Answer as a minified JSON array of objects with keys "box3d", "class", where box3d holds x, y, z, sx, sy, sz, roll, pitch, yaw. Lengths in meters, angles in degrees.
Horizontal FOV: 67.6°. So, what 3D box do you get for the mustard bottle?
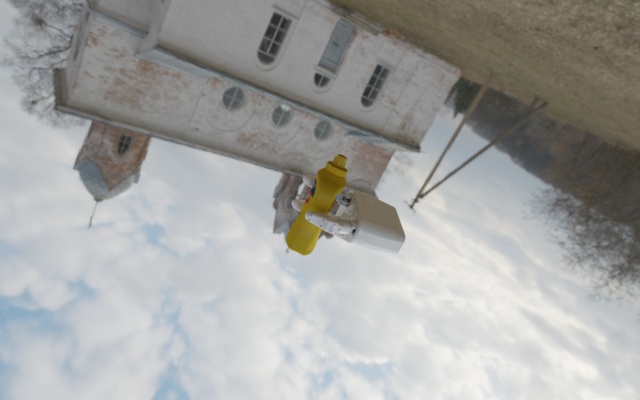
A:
[{"box3d":[0.000,0.003,0.881,0.058,0.192,0.096,26,17,-1],"class":"mustard bottle"}]
